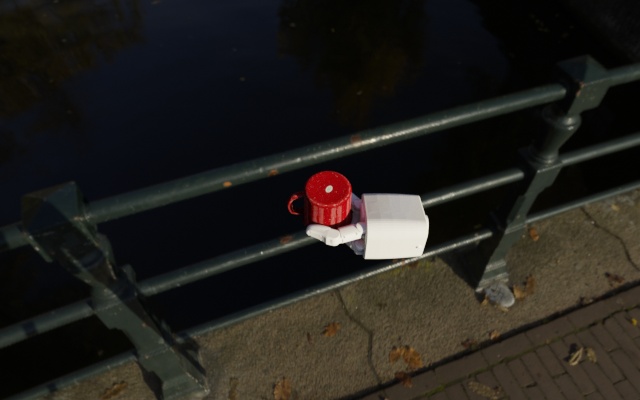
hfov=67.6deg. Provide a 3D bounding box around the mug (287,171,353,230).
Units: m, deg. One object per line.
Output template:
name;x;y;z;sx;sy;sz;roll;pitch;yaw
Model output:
mug;-0.001;0.003;0.835;0.117;0.093;0.082;0;-38;0
